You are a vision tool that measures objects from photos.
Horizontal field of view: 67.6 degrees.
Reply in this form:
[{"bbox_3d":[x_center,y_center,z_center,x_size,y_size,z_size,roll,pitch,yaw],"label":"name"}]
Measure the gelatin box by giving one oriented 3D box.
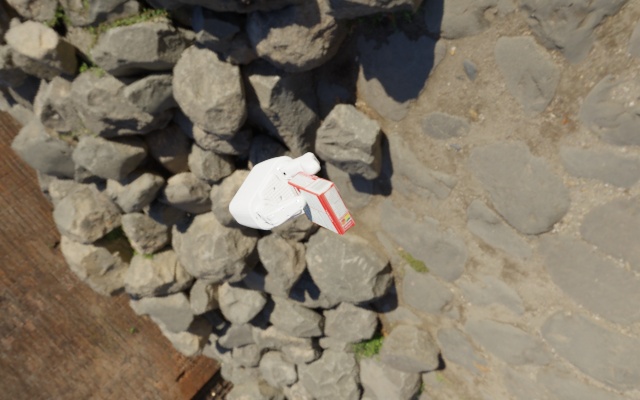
[{"bbox_3d":[0.000,0.003,0.659,0.030,0.073,0.089,-40,31,-18],"label":"gelatin box"}]
